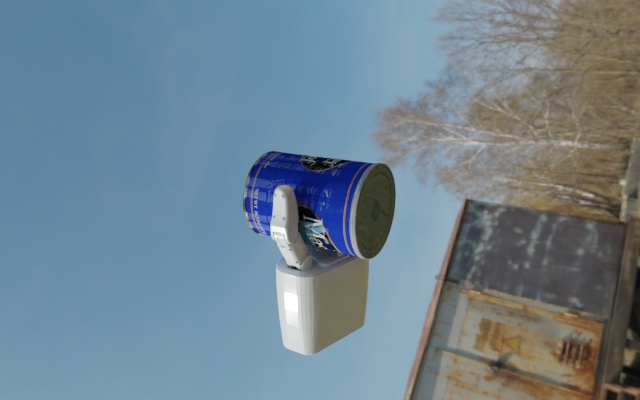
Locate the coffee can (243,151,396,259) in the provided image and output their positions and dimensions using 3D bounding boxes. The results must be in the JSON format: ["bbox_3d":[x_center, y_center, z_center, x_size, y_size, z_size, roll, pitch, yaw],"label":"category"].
[{"bbox_3d":[0.000,0.002,0.536,0.140,0.103,0.103,10,5,29],"label":"coffee can"}]
